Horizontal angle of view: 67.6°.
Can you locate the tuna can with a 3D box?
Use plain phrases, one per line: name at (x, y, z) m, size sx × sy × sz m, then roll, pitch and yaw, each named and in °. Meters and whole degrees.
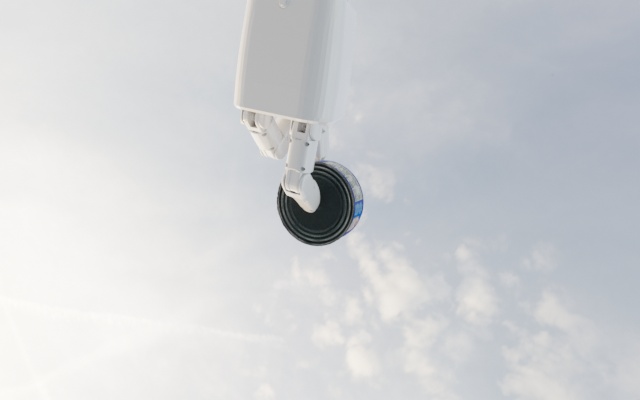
tuna can at (0.000, 0.002, 0.491) m, size 0.086 × 0.086 × 0.033 m, roll 0°, pitch 8°, yaw 24°
